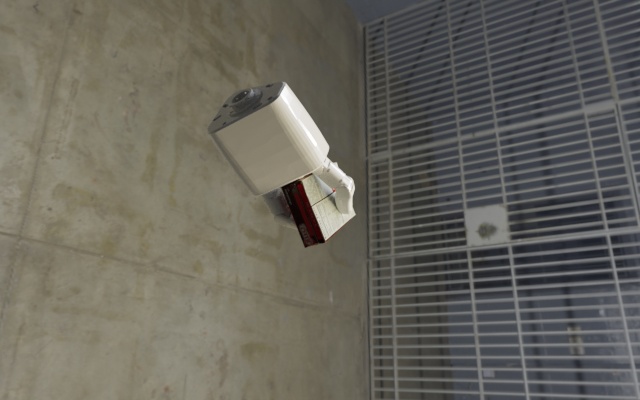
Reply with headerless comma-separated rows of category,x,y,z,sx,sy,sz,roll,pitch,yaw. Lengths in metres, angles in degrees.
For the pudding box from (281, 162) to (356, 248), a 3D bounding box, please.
pudding box,0.000,0.002,0.657,0.039,0.090,0.113,-15,10,32
